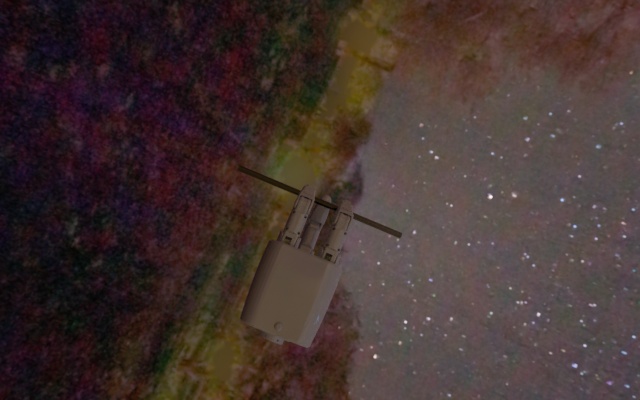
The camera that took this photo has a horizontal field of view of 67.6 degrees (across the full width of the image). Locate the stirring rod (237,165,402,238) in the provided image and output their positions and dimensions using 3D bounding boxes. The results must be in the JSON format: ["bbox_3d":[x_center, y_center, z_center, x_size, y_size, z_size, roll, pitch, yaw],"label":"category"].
[{"bbox_3d":[0.000,0.002,0.652,0.239,0.011,0.011,23,-1,-3],"label":"stirring rod"}]
